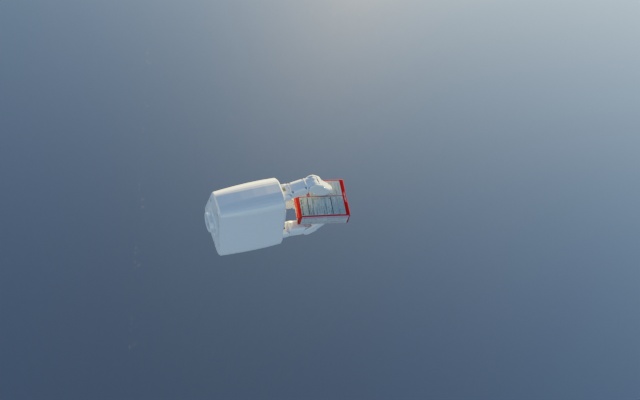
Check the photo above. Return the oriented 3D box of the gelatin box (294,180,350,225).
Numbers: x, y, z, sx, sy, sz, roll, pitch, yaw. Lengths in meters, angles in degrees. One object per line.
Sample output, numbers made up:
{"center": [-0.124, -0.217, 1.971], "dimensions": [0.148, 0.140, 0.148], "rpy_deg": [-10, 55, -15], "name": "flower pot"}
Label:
{"center": [0.001, 0.002, 0.811], "dimensions": [0.089, 0.073, 0.030], "rpy_deg": [-3, -33, -13], "name": "gelatin box"}
